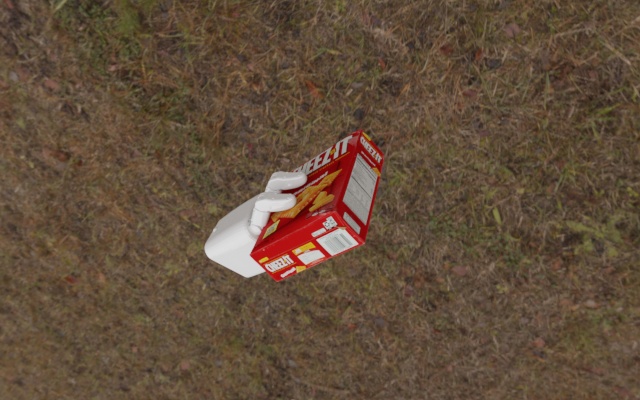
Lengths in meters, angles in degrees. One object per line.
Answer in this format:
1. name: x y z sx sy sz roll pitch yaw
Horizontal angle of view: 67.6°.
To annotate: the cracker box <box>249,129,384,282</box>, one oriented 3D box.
1. cracker box: 0.000 0.003 0.721 0.164 0.072 0.213 -28 26 32
